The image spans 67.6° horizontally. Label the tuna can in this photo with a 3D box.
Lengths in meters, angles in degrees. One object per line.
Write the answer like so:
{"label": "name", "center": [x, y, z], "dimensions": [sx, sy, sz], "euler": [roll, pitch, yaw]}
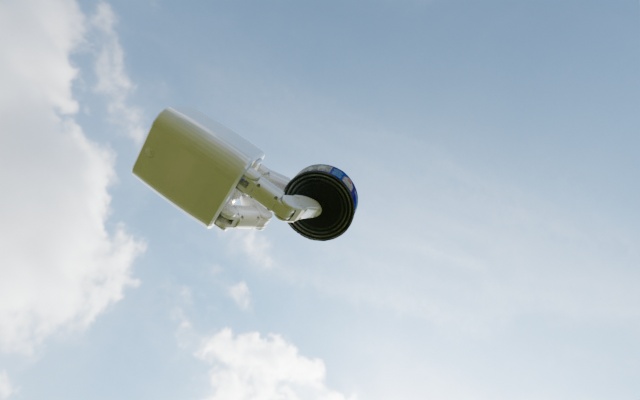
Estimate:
{"label": "tuna can", "center": [0.000, 0.002, 0.556], "dimensions": [0.086, 0.086, 0.033], "euler": [0, 21, 14]}
